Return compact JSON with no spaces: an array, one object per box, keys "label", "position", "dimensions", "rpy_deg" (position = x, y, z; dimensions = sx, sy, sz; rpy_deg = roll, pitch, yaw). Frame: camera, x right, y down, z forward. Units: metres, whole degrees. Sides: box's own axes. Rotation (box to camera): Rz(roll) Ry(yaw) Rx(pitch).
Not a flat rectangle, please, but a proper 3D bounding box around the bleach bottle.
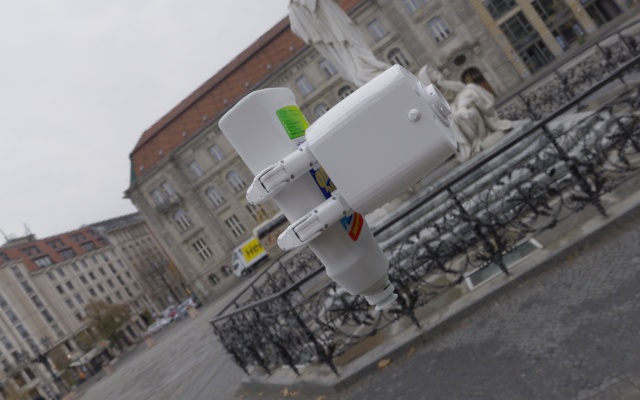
[{"label":"bleach bottle","position":[0.000,0.002,0.505],"dimensions":[0.068,0.251,0.102],"rpy_deg":[-35,0,24]}]
